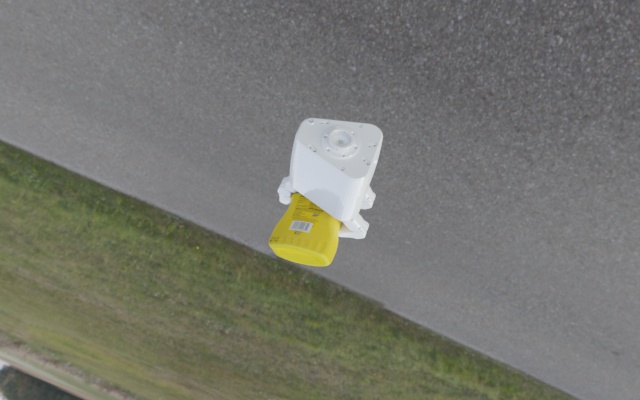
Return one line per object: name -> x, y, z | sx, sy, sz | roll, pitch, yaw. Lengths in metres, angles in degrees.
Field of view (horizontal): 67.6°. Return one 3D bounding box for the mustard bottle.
mustard bottle -> 0.000, 0.003, 0.726 | 0.096, 0.191, 0.058 | 7, -32, 27
